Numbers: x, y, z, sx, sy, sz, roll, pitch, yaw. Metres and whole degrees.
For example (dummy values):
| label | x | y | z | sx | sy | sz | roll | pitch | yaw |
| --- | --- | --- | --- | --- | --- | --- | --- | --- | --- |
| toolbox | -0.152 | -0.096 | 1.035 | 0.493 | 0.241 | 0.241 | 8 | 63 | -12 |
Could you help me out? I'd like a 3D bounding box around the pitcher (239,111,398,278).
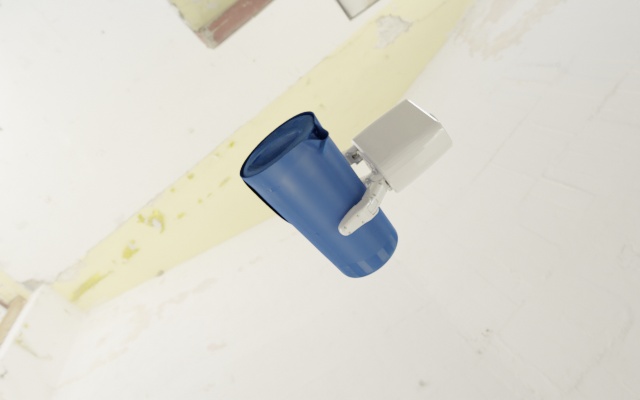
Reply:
| label | x | y | z | sx | sy | sz | roll | pitch | yaw |
| --- | --- | --- | --- | --- | --- | --- | --- | --- | --- |
| pitcher | 0.000 | 0.002 | 0.704 | 0.145 | 0.243 | 0.149 | -40 | 24 | 2 |
